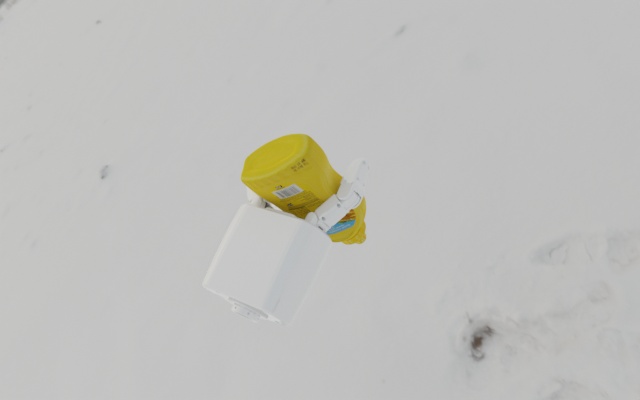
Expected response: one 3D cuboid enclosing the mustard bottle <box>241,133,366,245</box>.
[{"bbox_3d":[0.000,0.001,0.578,0.096,0.058,0.192,-19,-43,30],"label":"mustard bottle"}]
